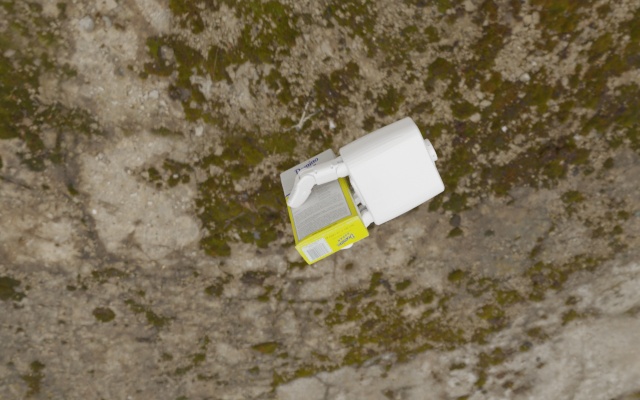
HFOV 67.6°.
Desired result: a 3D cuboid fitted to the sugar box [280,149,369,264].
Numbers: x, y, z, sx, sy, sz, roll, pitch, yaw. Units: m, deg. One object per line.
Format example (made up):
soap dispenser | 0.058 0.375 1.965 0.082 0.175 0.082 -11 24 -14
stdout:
sugar box | 0.000 0.003 0.686 0.093 0.048 0.176 -26 34 7
